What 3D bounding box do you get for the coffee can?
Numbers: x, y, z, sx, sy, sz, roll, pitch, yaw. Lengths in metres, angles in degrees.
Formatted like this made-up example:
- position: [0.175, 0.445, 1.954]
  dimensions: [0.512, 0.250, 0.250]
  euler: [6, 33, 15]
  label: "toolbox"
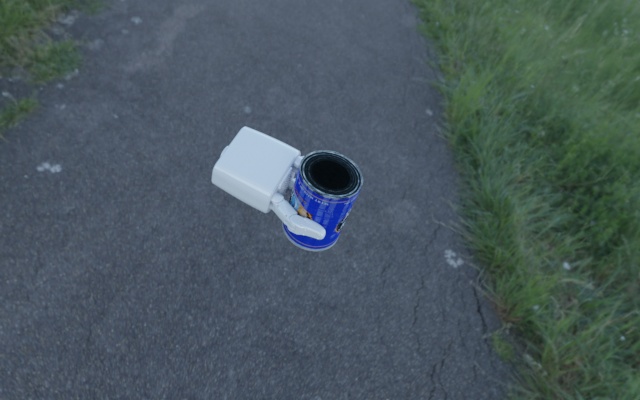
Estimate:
- position: [0.000, 0.003, 0.785]
  dimensions: [0.103, 0.102, 0.140]
  euler: [0, -40, -19]
  label: "coffee can"
